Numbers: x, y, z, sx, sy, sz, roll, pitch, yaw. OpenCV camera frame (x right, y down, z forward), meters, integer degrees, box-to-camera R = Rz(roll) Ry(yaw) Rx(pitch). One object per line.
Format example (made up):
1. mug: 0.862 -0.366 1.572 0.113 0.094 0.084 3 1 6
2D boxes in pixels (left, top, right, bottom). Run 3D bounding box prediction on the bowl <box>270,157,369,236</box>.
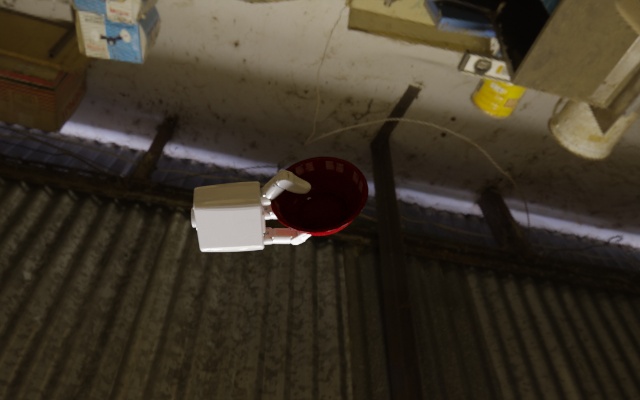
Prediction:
1. bowl: 0.002 0.003 0.791 0.162 0.162 0.055 0 -39 10
